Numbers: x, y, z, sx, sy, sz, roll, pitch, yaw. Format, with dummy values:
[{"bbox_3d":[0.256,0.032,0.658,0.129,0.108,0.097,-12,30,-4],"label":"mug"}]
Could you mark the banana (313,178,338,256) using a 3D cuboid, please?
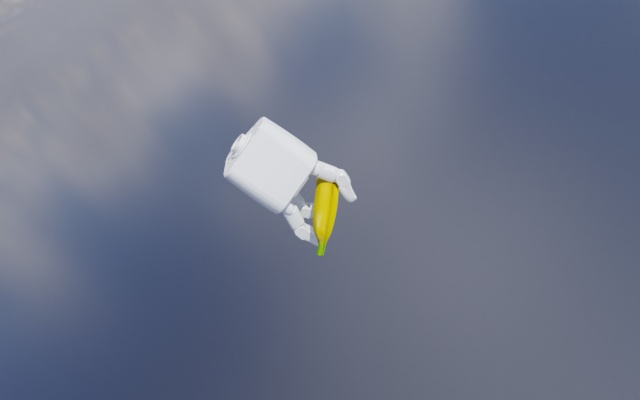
[{"bbox_3d":[0.006,-0.006,0.797,0.037,0.197,0.070,17,-44,-11],"label":"banana"}]
